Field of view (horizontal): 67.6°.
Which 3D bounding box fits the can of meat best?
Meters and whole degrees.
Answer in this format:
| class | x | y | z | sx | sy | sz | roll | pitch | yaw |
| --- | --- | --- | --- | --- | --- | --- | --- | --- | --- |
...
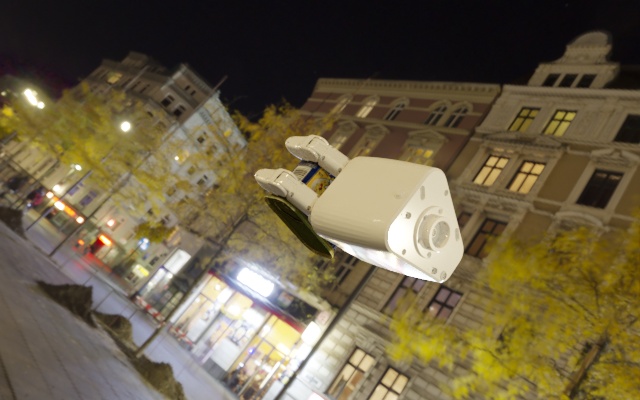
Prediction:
| class | x | y | z | sx | sy | sz | roll | pitch | yaw |
| --- | --- | --- | --- | --- | --- | --- | --- | --- | --- |
| can of meat | 0.000 | 0.002 | 0.552 | 0.102 | 0.084 | 0.057 | 50 | -21 | -28 |
